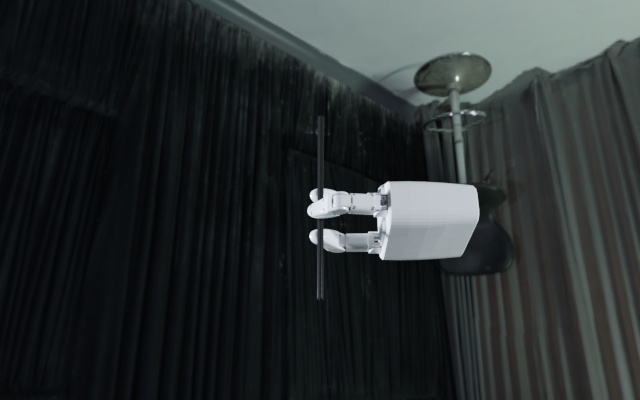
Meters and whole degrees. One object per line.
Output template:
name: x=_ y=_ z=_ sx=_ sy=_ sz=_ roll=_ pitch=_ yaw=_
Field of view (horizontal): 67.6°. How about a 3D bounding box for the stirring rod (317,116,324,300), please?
stirring rod: x=0.000 y=0.002 z=0.597 sx=0.011 sy=0.239 sz=0.011 roll=0 pitch=-20 yaw=0
